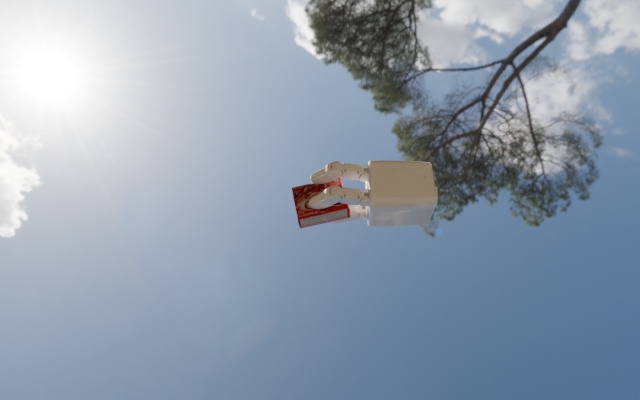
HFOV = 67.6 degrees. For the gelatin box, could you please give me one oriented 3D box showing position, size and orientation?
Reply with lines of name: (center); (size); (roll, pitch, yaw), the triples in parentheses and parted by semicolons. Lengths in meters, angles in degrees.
gelatin box: (0.000, 0.003, 0.817); (0.089, 0.073, 0.030); (-13, -39, -1)
